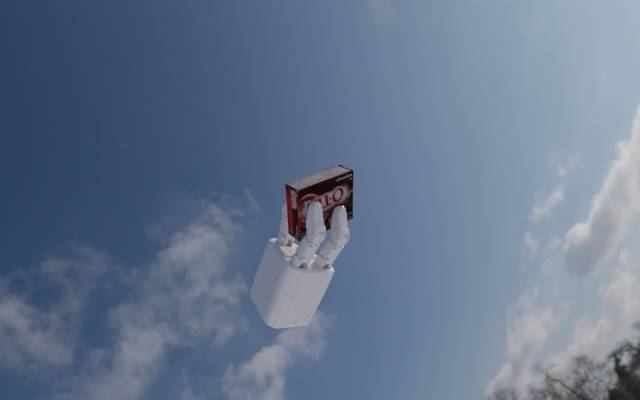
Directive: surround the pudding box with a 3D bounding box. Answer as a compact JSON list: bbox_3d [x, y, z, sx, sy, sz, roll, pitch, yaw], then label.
[{"bbox_3d":[0.000,0.002,0.751,0.113,0.090,0.039,-24,37,-34],"label":"pudding box"}]
